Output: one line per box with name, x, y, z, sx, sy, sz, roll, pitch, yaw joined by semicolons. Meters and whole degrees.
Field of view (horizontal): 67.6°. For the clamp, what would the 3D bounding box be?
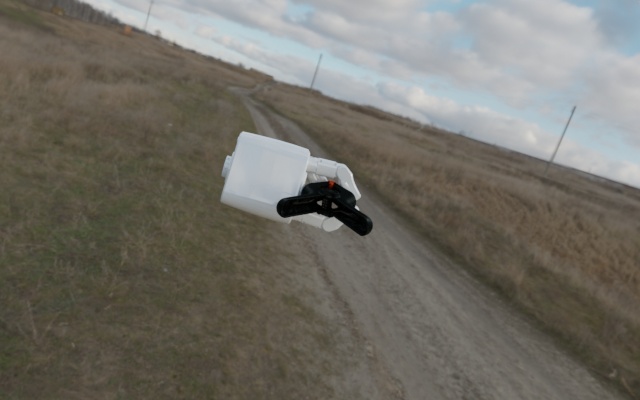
clamp;0.000;0.002;0.652;0.120;0.039;0.171;17;12;-9
